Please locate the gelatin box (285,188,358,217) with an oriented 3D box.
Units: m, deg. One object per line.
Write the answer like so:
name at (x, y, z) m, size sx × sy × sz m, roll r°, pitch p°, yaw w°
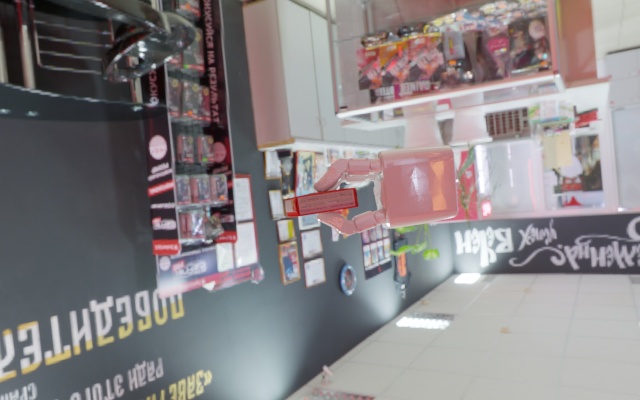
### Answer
gelatin box at (0.000, 0.003, 0.680) m, size 0.089 × 0.030 × 0.073 m, roll -10°, pitch 1°, yaw -16°
